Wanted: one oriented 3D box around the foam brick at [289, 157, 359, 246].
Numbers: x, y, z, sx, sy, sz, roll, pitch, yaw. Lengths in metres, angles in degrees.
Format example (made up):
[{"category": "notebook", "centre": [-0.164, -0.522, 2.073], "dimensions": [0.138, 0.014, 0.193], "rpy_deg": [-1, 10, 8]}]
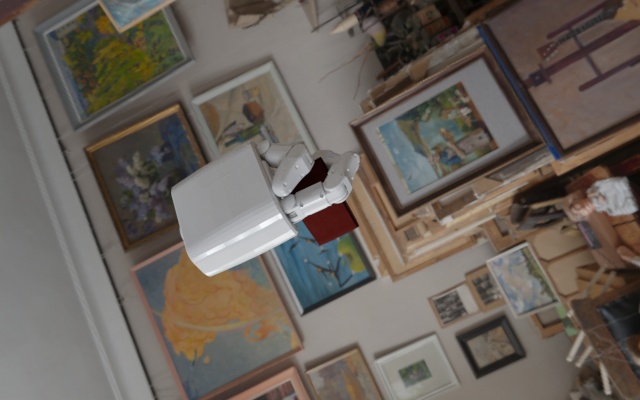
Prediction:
[{"category": "foam brick", "centre": [0.000, 0.002, 0.536], "dimensions": [0.051, 0.078, 0.053], "rpy_deg": [-29, 41, 4]}]
